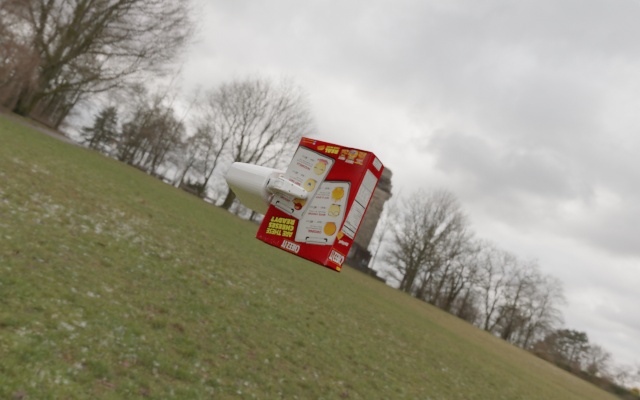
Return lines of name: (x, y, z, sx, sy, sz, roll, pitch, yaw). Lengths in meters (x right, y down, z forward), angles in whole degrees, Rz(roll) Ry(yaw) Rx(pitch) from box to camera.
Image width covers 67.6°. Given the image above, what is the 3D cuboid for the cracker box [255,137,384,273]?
cracker box: (0.000, 0.003, 0.870, 0.164, 0.213, 0.072, 17, -11, 35)
